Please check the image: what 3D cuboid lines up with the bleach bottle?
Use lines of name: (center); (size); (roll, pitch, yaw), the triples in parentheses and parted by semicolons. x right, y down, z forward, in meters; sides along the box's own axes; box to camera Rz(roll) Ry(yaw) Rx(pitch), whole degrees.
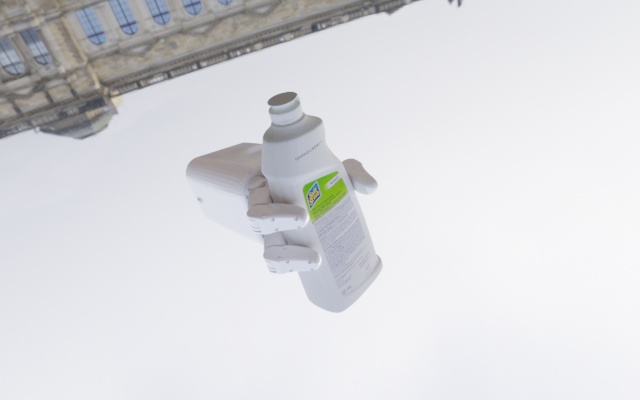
bleach bottle: (0.000, 0.002, 0.508); (0.068, 0.251, 0.102); (16, 46, 38)
